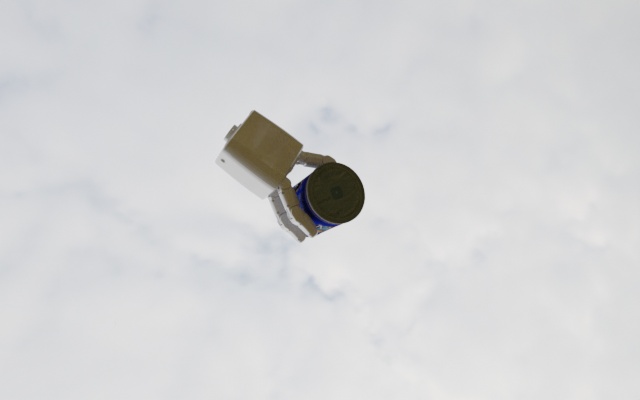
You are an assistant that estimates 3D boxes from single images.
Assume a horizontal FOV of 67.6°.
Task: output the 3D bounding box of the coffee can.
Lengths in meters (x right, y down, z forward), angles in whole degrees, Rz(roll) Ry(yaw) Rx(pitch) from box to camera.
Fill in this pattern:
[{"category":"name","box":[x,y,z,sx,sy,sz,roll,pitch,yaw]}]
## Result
[{"category":"coffee can","box":[0.000,0.003,0.828,0.103,0.102,0.140,0,-13,-23]}]
